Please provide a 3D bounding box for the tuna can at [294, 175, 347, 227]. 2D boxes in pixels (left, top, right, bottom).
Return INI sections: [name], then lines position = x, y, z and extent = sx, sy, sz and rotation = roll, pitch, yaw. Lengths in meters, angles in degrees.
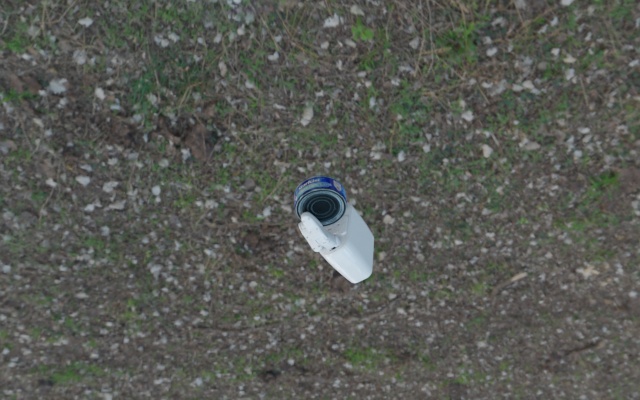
[tuna can]
position = 0.000, 0.003, 0.779
extent = 0.086, 0.086, 0.033
rotation = 0, 41, -5
